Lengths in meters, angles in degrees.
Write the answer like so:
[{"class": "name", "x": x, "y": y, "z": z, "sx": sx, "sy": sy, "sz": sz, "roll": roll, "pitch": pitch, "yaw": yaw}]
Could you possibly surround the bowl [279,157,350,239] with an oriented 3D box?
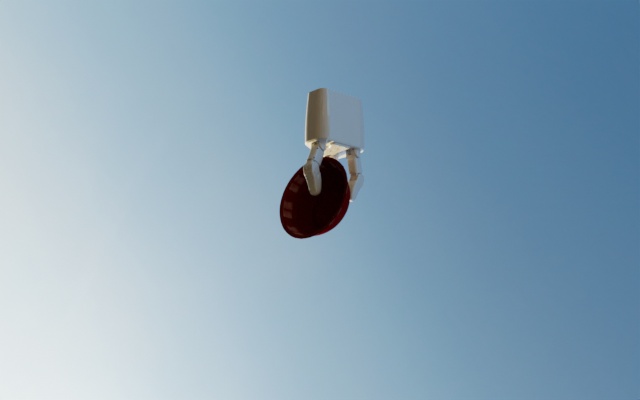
[{"class": "bowl", "x": 0.000, "y": 0.004, "z": 0.883, "sx": 0.162, "sy": 0.162, "sz": 0.055, "roll": 0, "pitch": -23, "yaw": 43}]
